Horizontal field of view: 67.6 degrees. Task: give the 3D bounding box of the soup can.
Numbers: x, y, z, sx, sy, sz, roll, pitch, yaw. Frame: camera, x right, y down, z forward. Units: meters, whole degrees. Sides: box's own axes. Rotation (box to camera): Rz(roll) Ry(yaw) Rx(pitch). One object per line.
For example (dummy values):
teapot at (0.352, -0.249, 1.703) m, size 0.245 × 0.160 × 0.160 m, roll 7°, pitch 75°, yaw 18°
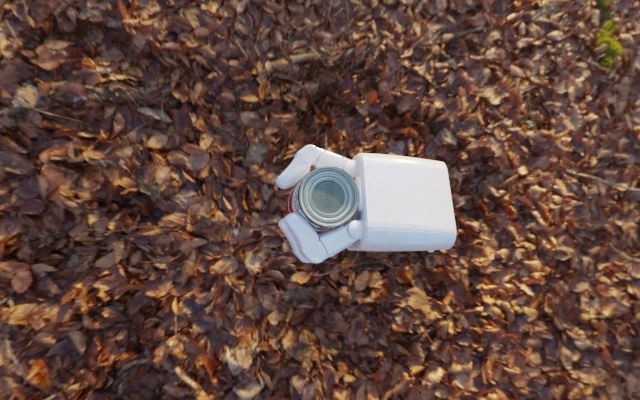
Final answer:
soup can at (0.000, 0.002, 0.545) m, size 0.068 × 0.068 × 0.102 m, roll 0°, pitch -6°, yaw -11°
